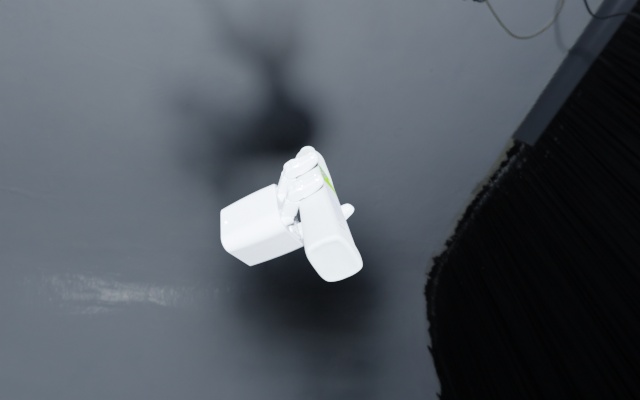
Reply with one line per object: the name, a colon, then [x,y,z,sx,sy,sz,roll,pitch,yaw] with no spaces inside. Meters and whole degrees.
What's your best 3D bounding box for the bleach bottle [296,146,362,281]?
bleach bottle: [0.000,0.002,0.777,0.068,0.250,0.103,-24,-47,10]
